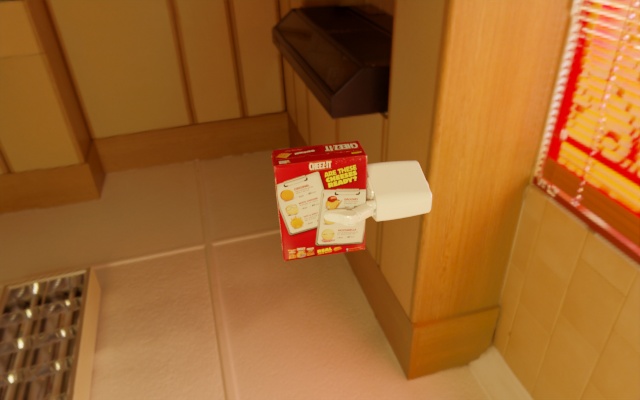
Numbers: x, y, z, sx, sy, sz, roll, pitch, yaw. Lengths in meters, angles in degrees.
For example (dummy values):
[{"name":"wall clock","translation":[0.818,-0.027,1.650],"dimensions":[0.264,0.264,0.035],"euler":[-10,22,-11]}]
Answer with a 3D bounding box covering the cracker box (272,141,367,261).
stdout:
[{"name":"cracker box","translation":[0.000,0.003,0.897],"dimensions":[0.164,0.214,0.072],"euler":[-8,34,-7]}]
